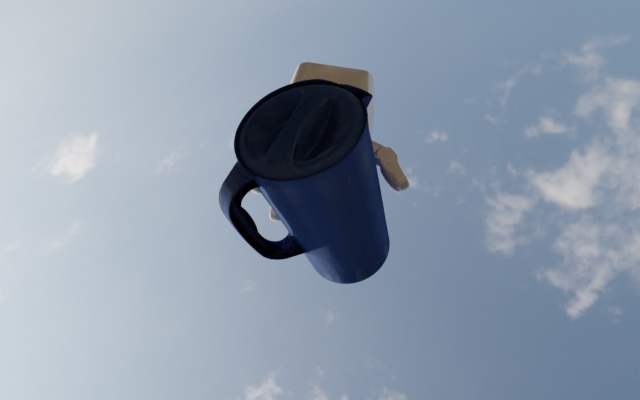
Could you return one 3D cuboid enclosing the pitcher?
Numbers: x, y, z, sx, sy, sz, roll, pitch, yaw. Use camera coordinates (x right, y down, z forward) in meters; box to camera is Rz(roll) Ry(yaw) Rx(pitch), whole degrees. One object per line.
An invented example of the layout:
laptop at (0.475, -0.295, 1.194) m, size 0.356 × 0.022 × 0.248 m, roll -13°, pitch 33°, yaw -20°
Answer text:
pitcher at (0.000, 0.002, 0.539) m, size 0.149 × 0.145 × 0.243 m, roll -4°, pitch -37°, yaw 16°
